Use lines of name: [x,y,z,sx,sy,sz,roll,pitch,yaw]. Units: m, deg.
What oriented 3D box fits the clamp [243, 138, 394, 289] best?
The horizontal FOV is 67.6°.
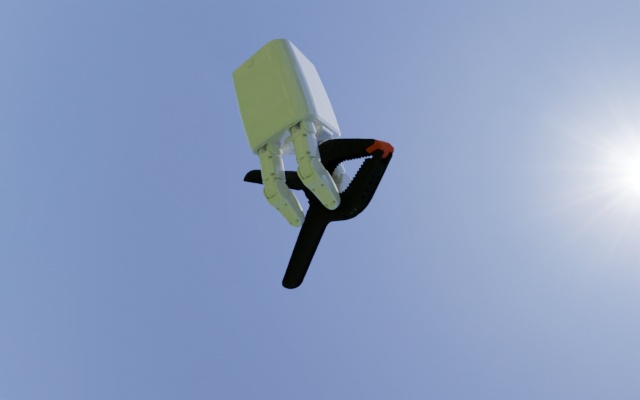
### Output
clamp: [0.001,0.001,0.558,0.210,0.164,0.036,-28,-17,34]
